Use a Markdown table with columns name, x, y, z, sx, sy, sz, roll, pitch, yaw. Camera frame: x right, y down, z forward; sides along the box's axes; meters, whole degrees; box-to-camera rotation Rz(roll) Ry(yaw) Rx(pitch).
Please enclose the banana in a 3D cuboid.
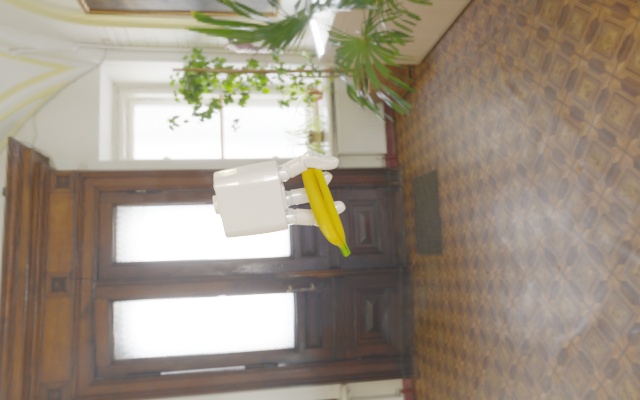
| name | x | y | z | sx | sy | sz | roll | pitch | yaw |
| --- | --- | --- | --- | --- | --- | --- | --- | --- | --- |
| banana | -0.001 | -0.004 | 0.773 | 0.037 | 0.197 | 0.070 | -18 | -30 | -2 |
